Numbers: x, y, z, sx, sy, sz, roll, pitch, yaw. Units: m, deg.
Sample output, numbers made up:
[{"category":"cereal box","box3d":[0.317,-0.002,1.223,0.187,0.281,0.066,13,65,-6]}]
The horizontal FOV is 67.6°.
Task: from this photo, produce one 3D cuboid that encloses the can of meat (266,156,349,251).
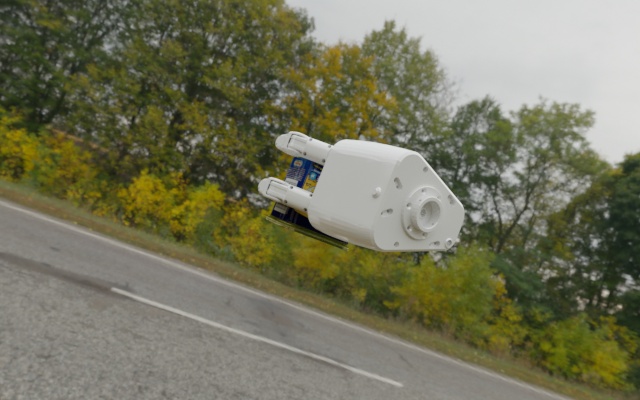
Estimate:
[{"category":"can of meat","box3d":[0.000,0.002,0.555,0.102,0.084,0.057,23,-2,-29]}]
